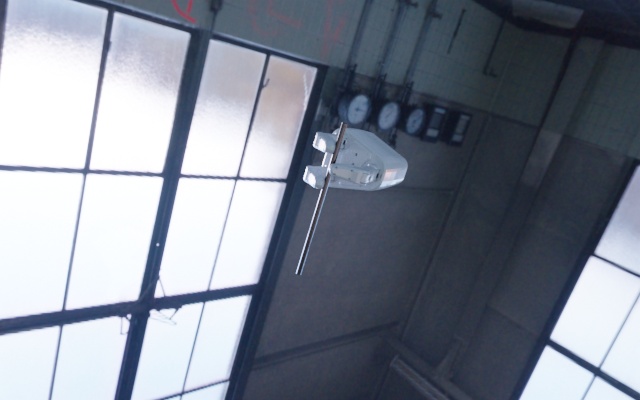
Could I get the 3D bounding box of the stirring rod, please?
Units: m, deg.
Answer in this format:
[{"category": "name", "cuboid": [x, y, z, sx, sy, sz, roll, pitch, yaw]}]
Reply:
[{"category": "stirring rod", "cuboid": [0.000, 0.002, 0.703, 0.011, 0.239, 0.011, 16, 16, -5]}]
